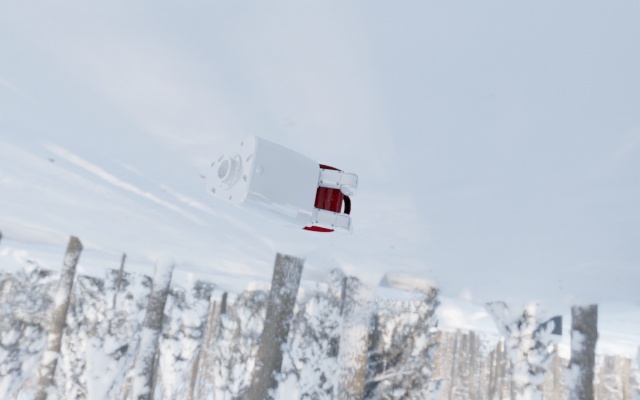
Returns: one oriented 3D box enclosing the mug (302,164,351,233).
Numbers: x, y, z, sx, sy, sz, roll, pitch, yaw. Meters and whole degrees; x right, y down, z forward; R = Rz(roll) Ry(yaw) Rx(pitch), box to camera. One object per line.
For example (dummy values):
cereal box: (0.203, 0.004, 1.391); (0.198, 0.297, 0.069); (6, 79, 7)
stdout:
mug: (0.001, 0.003, 0.709); (0.117, 0.081, 0.093); (23, -19, -40)
